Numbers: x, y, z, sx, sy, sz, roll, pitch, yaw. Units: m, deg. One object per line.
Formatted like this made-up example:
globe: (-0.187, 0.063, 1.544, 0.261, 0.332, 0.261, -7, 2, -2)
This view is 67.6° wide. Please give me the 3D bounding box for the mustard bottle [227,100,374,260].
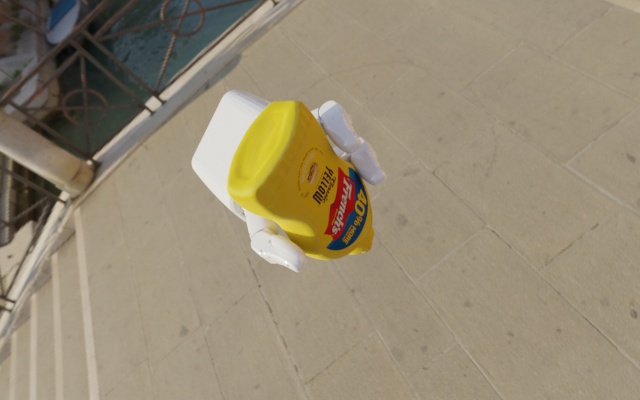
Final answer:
mustard bottle: (0.000, 0.001, 0.446, 0.058, 0.096, 0.192, 6, -26, 37)
